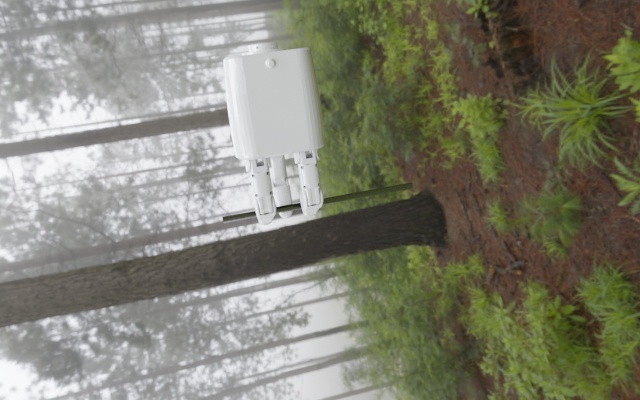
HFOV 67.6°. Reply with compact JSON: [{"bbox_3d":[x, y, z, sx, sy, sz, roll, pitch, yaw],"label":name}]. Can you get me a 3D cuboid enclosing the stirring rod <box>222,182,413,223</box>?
[{"bbox_3d":[0.000,0.002,0.590,0.239,0.011,0.011,-10,2,-10],"label":"stirring rod"}]
